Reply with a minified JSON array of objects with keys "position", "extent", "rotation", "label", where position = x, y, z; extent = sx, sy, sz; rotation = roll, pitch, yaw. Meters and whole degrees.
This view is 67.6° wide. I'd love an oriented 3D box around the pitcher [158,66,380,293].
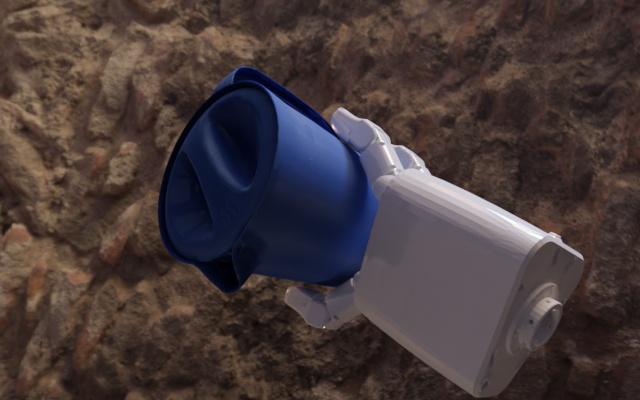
[{"position":[0.000,0.001,0.411],"extent":[0.243,0.149,0.145],"rotation":[23,5,-44],"label":"pitcher"}]
